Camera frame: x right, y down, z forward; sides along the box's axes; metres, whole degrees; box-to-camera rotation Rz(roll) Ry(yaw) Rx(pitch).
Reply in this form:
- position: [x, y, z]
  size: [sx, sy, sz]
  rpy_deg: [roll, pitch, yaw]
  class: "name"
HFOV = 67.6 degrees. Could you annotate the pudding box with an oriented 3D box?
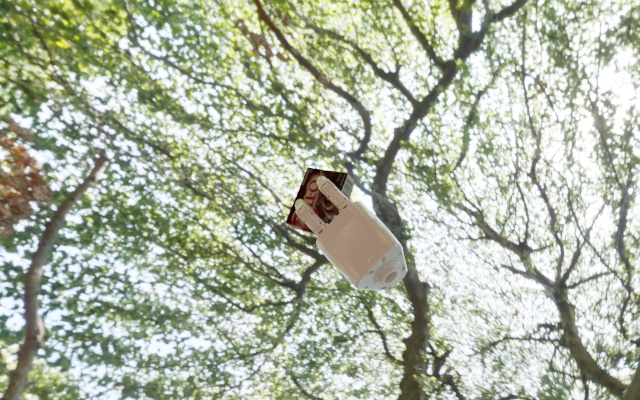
- position: [0.000, 0.003, 0.830]
  size: [0.090, 0.113, 0.039]
  rpy_deg: [12, -18, 36]
  class: "pudding box"
